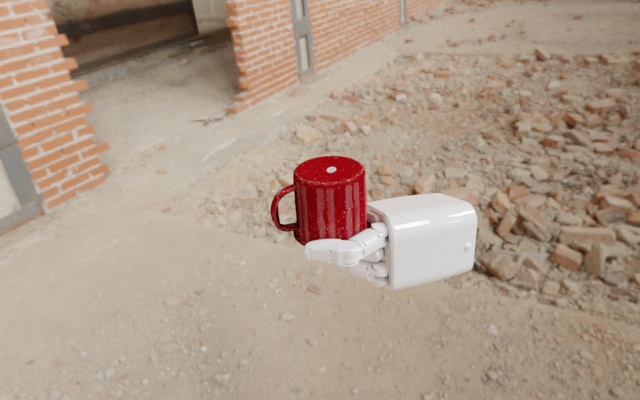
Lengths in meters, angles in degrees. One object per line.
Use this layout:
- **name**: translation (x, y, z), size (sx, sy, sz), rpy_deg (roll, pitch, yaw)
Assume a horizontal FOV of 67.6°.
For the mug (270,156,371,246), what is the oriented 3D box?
- **mug**: translation (-0.001, 0.002, 0.545), size (0.117, 0.081, 0.093), rpy_deg (-10, 28, -12)
